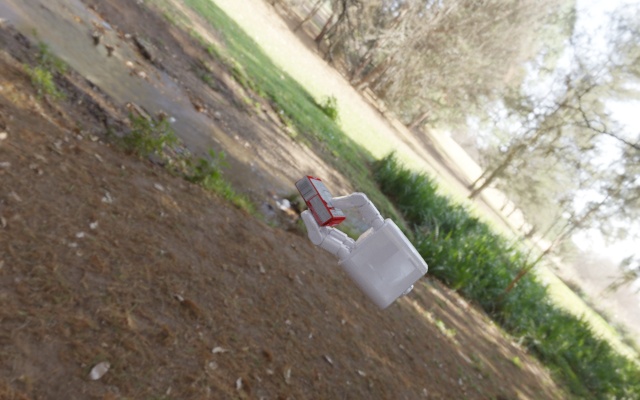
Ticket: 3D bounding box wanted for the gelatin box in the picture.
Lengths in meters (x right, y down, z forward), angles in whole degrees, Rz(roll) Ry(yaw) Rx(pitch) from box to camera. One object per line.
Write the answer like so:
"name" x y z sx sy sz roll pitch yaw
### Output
"gelatin box" 0.000 0.002 0.815 0.030 0.089 0.073 -35 -12 14
